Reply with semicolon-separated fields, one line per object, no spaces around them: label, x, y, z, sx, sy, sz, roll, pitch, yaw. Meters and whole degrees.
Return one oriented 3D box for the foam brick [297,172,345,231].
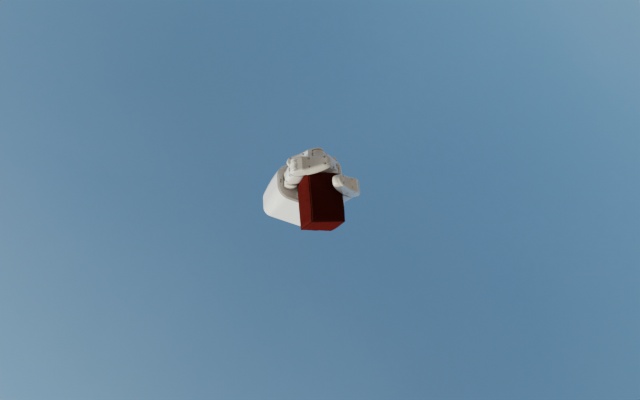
foam brick;0.000;0.003;0.707;0.053;0.078;0.051;3;-21;-22
